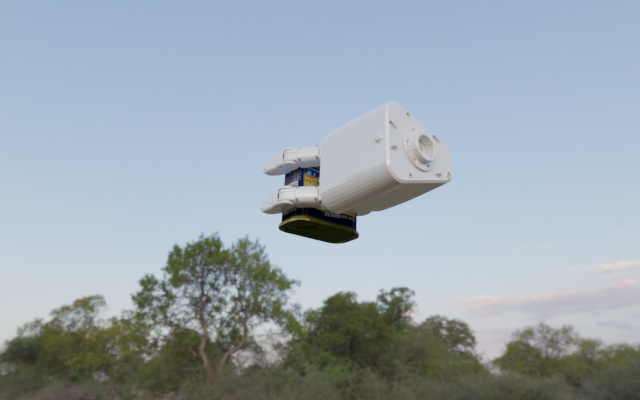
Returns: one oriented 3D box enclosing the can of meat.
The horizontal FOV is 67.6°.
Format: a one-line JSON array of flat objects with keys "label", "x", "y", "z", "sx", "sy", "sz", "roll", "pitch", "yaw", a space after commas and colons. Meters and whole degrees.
[{"label": "can of meat", "x": 0.000, "y": 0.002, "z": 0.611, "sx": 0.102, "sy": 0.084, "sz": 0.057, "roll": 16, "pitch": -26, "yaw": -31}]
